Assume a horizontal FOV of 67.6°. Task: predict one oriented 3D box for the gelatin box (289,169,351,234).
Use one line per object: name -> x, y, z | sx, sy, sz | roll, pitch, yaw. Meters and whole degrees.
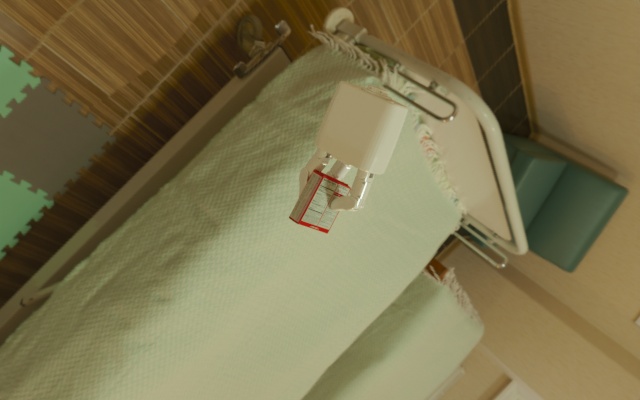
gelatin box -> 0.000, 0.003, 0.766 | 0.073, 0.089, 0.030 | 21, 8, -47
